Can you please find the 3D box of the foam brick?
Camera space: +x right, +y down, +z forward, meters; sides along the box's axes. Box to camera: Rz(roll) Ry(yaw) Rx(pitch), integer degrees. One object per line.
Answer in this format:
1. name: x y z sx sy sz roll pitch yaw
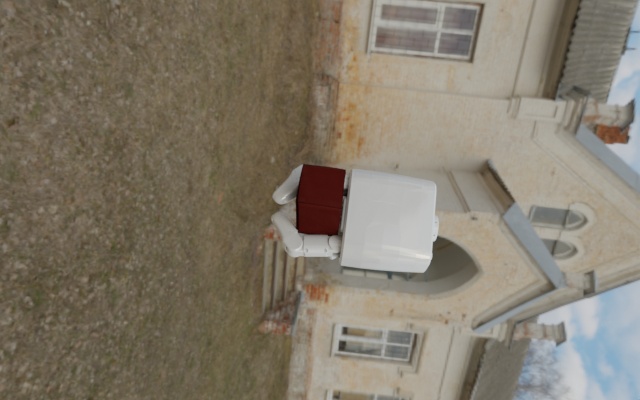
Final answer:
1. foam brick: 0.000 0.002 0.558 0.051 0.053 0.078 8 -29 2
